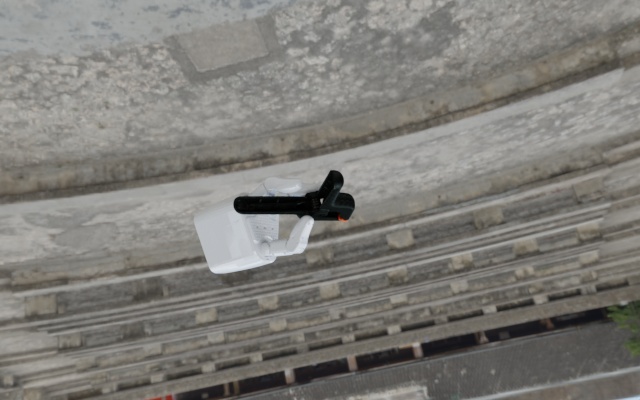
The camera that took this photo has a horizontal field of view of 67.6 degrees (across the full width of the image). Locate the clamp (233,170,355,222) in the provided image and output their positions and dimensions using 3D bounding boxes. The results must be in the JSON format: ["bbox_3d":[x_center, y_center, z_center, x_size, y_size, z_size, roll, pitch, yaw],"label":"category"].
[{"bbox_3d":[0.000,0.003,0.703,0.164,0.036,0.210,-16,-16,31],"label":"clamp"}]
